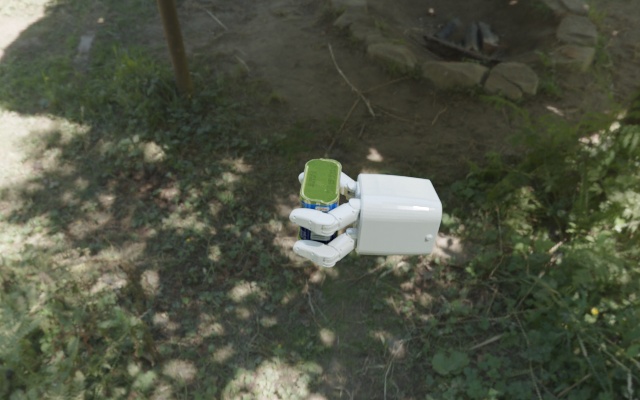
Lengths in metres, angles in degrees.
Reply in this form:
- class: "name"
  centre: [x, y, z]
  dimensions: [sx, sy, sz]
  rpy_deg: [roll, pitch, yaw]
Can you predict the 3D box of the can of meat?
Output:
- class: "can of meat"
  centre: [0.000, 0.002, 0.672]
  dimensions: [0.057, 0.084, 0.102]
  rpy_deg: [5, 41, 2]
